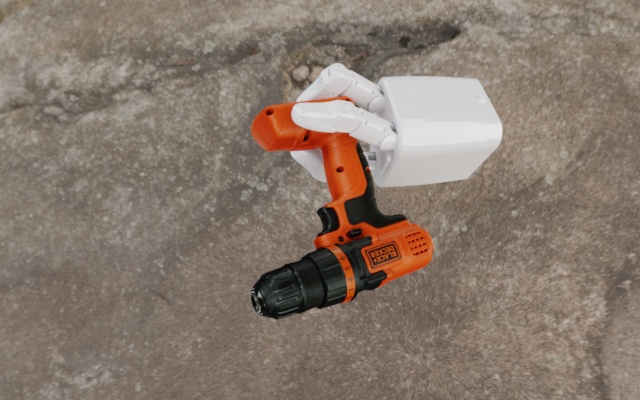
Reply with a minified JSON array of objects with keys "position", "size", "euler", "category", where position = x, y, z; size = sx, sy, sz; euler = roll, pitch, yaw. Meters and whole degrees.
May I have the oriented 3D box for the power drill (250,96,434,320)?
[{"position":[0.000,0.001,0.444],"size":[0.184,0.187,0.057],"euler":[-14,-13,-30],"category":"power drill"}]
